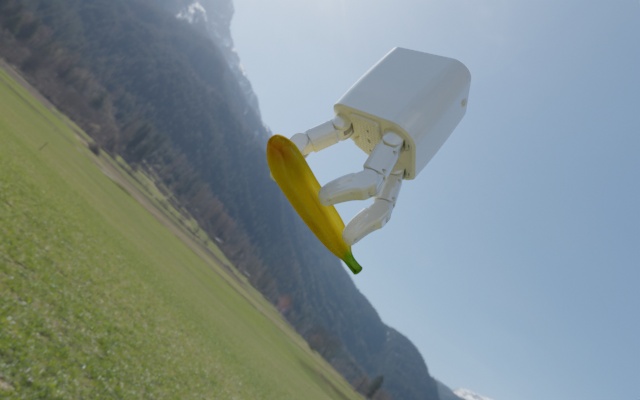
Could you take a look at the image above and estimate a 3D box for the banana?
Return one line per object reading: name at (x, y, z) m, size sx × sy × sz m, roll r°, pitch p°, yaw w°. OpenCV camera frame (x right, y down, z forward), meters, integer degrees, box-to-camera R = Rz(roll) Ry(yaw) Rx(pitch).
banana at (-0.009, -0.002, 0.497) m, size 0.069 × 0.037 × 0.198 m, roll 31°, pitch -20°, yaw 50°
